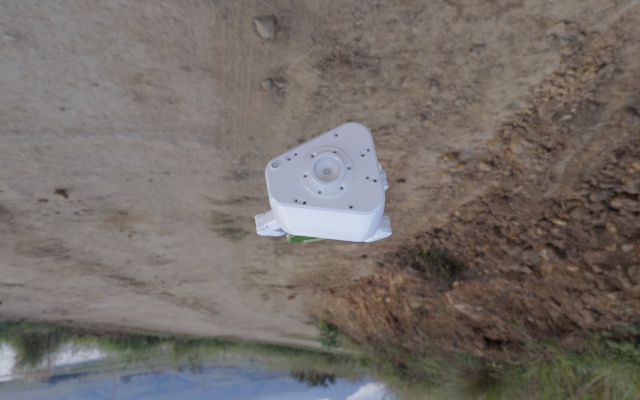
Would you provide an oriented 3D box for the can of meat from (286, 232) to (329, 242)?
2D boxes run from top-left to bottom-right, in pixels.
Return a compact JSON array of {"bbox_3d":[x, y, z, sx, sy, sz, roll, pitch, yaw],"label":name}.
[{"bbox_3d":[0.000,0.002,0.584,0.102,0.084,0.057,-9,-16,-4],"label":"can of meat"}]
